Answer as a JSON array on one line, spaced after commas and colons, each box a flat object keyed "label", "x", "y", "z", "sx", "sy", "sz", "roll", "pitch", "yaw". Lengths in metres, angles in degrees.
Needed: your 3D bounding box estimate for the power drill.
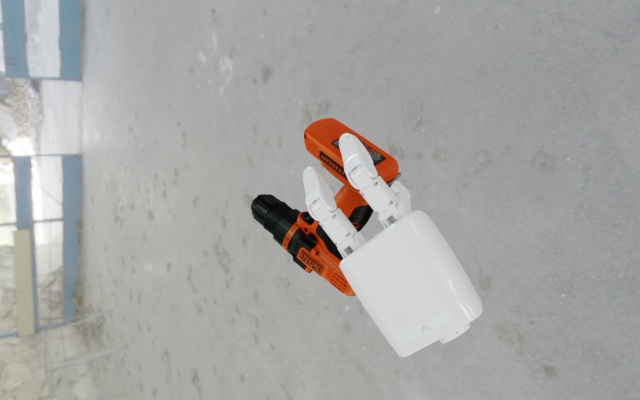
[{"label": "power drill", "x": 0.000, "y": 0.002, "z": 0.554, "sx": 0.184, "sy": 0.188, "sz": 0.057, "roll": 35, "pitch": 45, "yaw": 19}]
